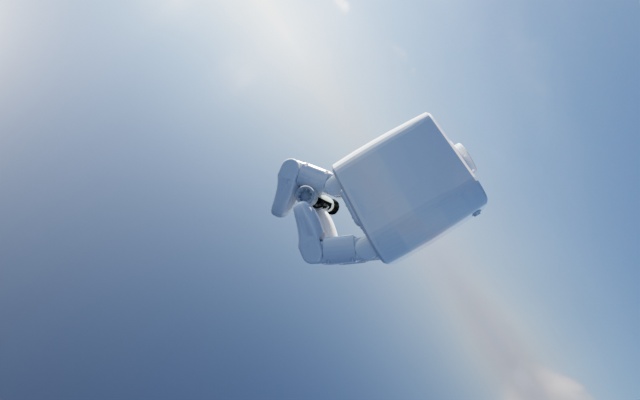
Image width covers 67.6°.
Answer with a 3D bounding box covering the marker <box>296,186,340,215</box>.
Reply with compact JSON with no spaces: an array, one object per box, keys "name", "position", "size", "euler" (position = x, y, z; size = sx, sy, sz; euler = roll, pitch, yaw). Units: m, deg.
[{"name":"marker","position":[0.000,0.002,0.511],"size":[0.020,0.020,0.121],"euler":[0,-6,14]}]
